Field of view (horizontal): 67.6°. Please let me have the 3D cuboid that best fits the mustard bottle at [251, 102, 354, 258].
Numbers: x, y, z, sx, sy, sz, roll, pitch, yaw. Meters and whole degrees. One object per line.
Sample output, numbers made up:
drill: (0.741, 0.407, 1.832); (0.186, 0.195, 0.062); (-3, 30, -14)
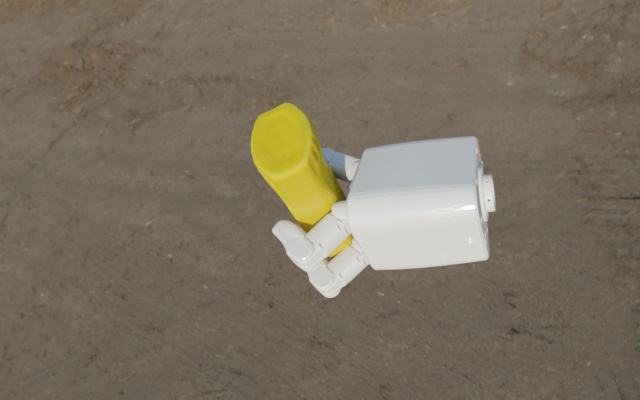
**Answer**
mustard bottle: (0.000, 0.001, 0.472); (0.058, 0.096, 0.192); (-25, -44, 6)
